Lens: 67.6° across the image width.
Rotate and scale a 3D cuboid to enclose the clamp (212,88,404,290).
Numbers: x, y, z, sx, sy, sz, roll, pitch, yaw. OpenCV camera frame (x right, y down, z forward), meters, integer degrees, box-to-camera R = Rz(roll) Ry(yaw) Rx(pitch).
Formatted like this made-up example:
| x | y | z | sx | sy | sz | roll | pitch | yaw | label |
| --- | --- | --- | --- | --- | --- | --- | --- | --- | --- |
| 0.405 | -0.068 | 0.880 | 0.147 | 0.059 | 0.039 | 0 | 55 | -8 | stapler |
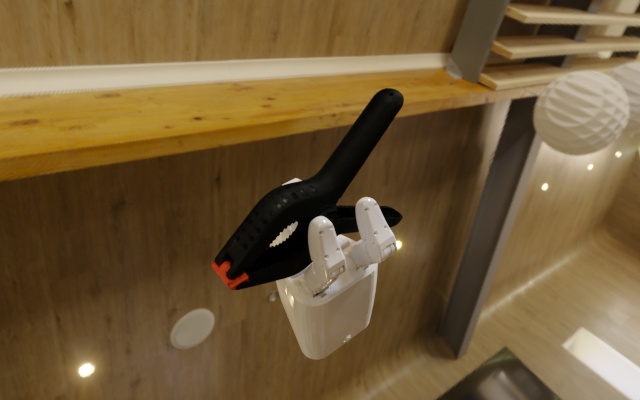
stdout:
| x | y | z | sx | sy | sz | roll | pitch | yaw | label |
| --- | --- | --- | --- | --- | --- | --- | --- | --- | --- |
| -0.001 | 0.001 | 0.420 | 0.210 | 0.165 | 0.036 | -28 | 47 | -27 | clamp |
